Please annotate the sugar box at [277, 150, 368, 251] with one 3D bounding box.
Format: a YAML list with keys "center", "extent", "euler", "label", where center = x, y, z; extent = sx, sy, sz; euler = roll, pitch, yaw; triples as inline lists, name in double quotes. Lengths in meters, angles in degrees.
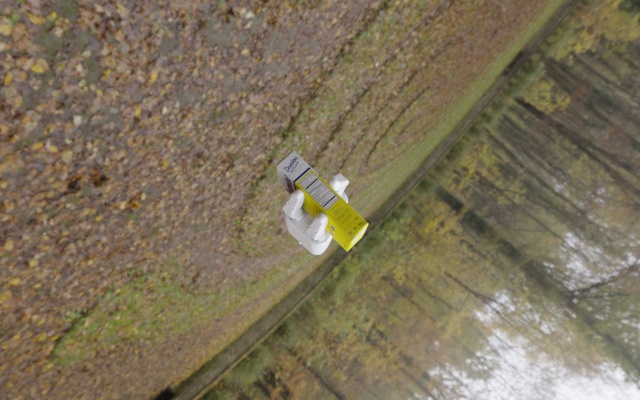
- center: [0.000, 0.003, 0.806]
  extent: [0.176, 0.048, 0.093]
  euler: [42, -15, 10]
  label: "sugar box"
